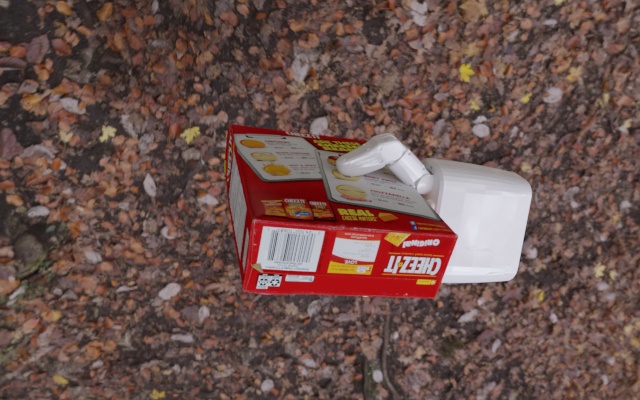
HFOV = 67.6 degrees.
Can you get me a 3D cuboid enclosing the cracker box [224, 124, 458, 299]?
[{"bbox_3d":[0.000,0.001,0.447,0.164,0.072,0.213,5,25,-18],"label":"cracker box"}]
